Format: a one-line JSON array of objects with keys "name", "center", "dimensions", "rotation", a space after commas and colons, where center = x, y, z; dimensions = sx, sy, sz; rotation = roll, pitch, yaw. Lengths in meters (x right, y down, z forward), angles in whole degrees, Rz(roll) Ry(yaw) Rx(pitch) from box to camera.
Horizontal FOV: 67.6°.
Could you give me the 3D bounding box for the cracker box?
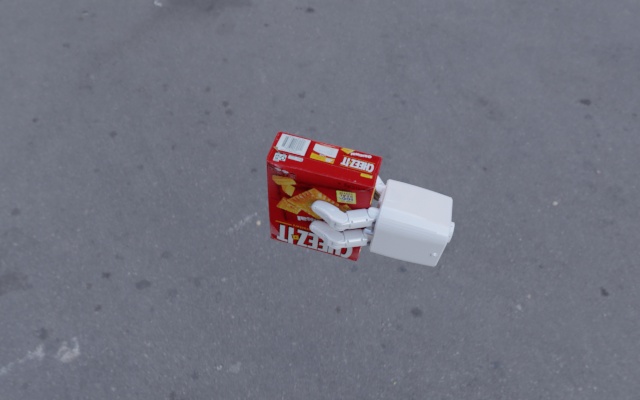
[{"name": "cracker box", "center": [0.000, 0.002, 0.772], "dimensions": [0.164, 0.072, 0.214], "rotation": [15, -37, 7]}]
